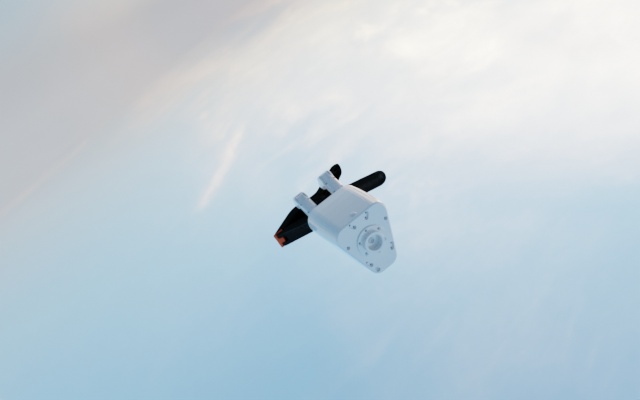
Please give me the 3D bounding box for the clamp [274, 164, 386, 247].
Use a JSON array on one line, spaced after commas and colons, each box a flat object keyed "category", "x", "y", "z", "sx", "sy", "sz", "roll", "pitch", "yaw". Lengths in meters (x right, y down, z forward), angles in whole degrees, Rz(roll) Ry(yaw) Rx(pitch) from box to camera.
[{"category": "clamp", "x": 0.000, "y": 0.004, "z": 0.854, "sx": 0.210, "sy": 0.036, "sz": 0.164, "roll": -38, "pitch": 23, "yaw": -10}]
